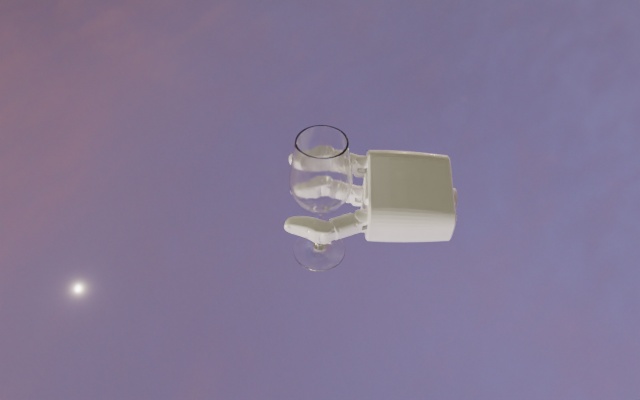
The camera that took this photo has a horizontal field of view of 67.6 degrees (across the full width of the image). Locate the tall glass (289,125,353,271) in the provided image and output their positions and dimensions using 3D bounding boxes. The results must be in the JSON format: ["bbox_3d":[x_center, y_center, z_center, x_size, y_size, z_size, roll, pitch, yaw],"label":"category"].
[{"bbox_3d":[0.000,0.003,0.614,0.079,0.079,0.201,0,-44,-1],"label":"tall glass"}]
